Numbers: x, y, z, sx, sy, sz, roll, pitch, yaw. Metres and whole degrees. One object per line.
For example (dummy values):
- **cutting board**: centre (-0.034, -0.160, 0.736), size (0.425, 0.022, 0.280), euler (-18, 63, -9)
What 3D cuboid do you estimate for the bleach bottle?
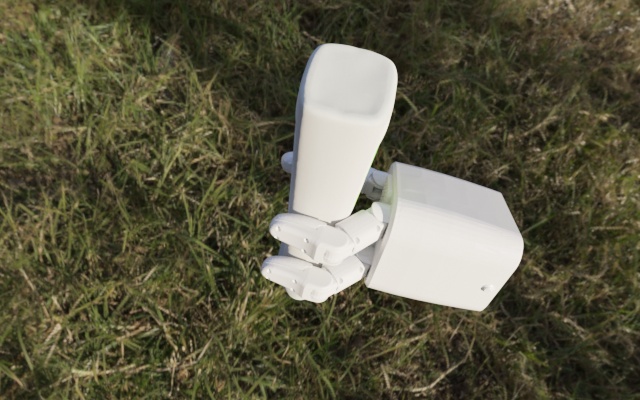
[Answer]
- **bleach bottle**: centre (0.000, 0.001, 0.420), size (0.068, 0.102, 0.251), euler (14, -45, 0)
